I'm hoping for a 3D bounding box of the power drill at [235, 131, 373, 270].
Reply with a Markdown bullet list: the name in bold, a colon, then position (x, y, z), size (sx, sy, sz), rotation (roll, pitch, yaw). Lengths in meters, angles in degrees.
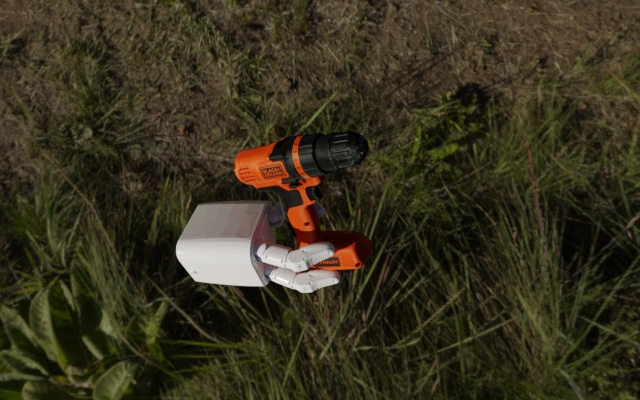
- **power drill**: position (0.000, 0.002, 0.606), size (0.184, 0.188, 0.057), rotation (-5, 33, 34)
